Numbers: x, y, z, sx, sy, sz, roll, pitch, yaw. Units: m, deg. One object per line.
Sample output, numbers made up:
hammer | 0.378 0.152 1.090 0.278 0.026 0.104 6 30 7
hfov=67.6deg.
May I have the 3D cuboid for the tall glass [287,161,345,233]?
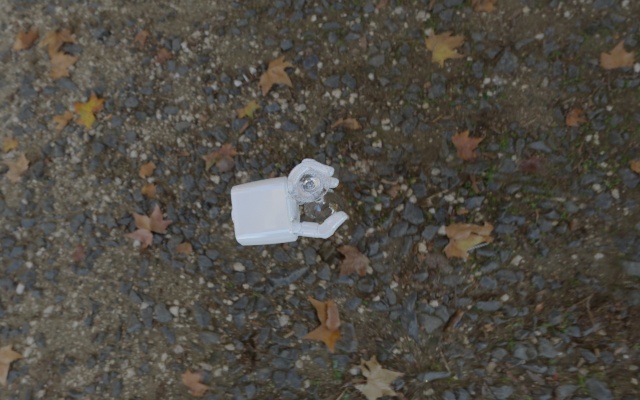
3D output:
tall glass | 0.000 0.003 0.876 0.079 0.079 0.201 0 -20 13
